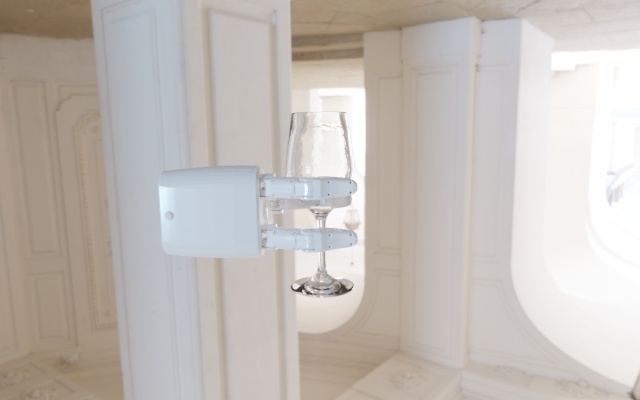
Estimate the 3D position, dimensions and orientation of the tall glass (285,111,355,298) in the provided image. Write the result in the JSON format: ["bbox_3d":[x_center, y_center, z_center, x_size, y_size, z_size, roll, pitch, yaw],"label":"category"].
[{"bbox_3d":[0.000,0.002,0.540,0.079,0.201,0.079,-1,9,0],"label":"tall glass"}]
